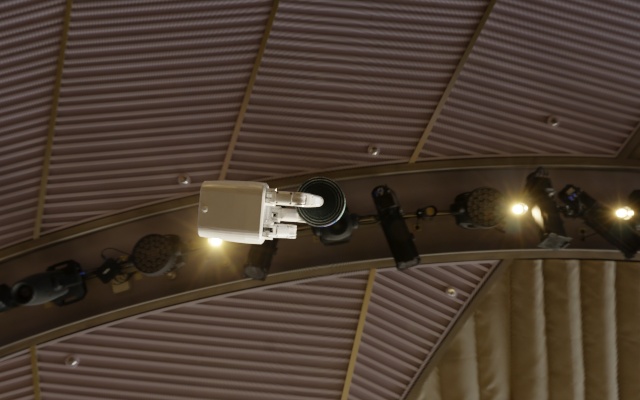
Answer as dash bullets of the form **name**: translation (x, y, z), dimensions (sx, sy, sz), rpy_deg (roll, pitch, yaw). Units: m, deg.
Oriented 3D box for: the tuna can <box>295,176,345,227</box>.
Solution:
- **tuna can**: translation (0.000, 0.003, 0.822), dimensions (0.086, 0.086, 0.034), rpy_deg (0, -5, 6)
